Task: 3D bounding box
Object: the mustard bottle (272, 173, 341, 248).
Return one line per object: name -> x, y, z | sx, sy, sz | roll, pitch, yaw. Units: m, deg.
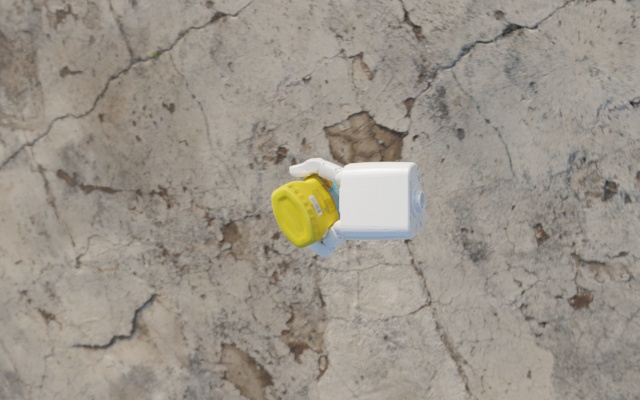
mustard bottle -> 0.000, 0.003, 0.774 | 0.058, 0.096, 0.191 | -28, 0, 30
